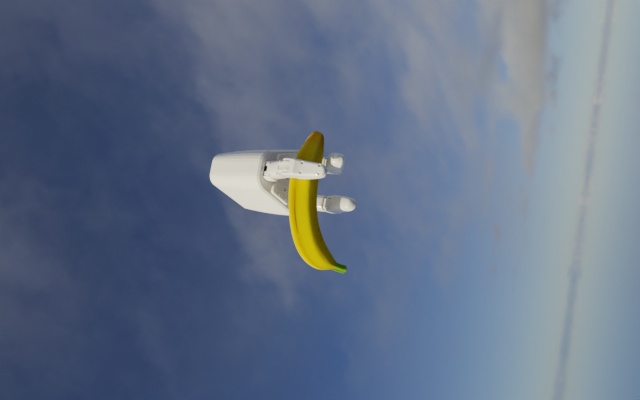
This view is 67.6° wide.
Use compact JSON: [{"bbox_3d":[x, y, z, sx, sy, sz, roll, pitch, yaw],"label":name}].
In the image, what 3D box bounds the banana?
[{"bbox_3d":[-0.012,0.009,0.635,0.037,0.198,0.069,-1,11,45],"label":"banana"}]
